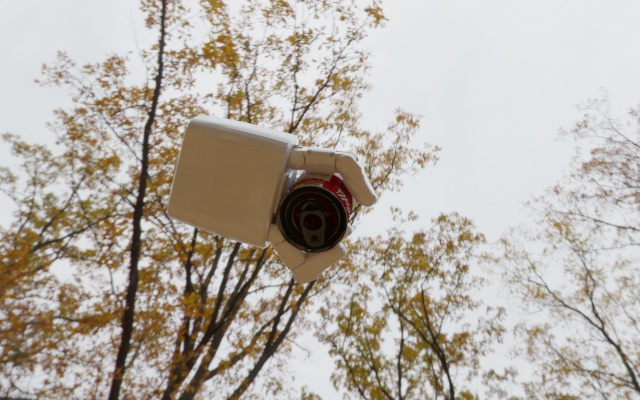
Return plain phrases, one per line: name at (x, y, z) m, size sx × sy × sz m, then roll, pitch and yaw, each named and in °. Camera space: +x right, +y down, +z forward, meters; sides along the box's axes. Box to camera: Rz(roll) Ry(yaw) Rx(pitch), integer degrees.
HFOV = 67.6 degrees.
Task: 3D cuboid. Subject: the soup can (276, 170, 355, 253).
soup can at (0.001, 0.002, 0.491) m, size 0.068 × 0.068 × 0.102 m, roll 0°, pitch 20°, yaw 11°
